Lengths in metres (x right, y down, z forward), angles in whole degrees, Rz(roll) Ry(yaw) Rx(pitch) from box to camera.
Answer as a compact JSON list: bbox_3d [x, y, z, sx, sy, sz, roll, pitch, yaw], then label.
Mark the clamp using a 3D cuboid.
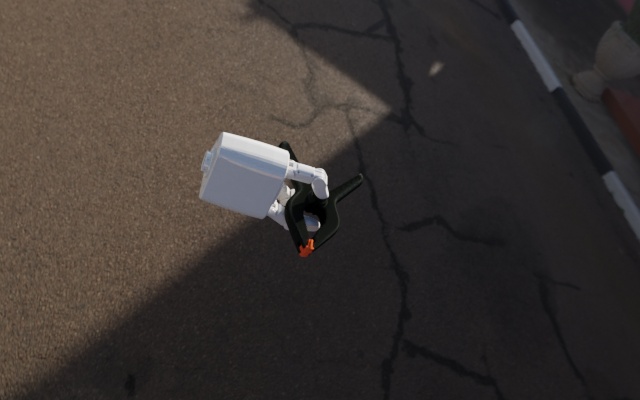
[{"bbox_3d":[0.000,0.003,0.794,0.164,0.209,0.036,16,-40,-19],"label":"clamp"}]
